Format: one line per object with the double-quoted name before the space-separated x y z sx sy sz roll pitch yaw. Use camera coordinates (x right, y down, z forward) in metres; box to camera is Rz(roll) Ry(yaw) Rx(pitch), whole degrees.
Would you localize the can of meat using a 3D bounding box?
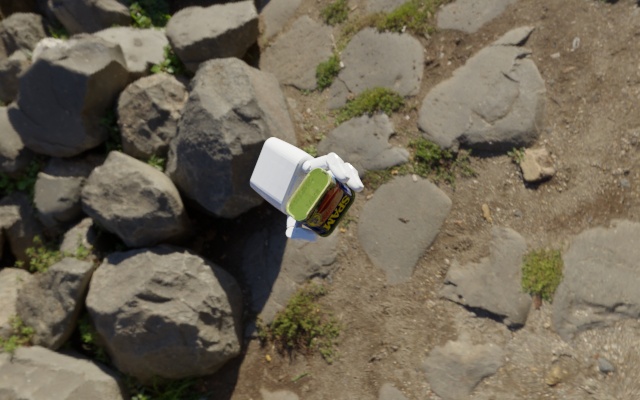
"can of meat" 0.000 0.003 0.818 0.057 0.102 0.084 35 1 38
